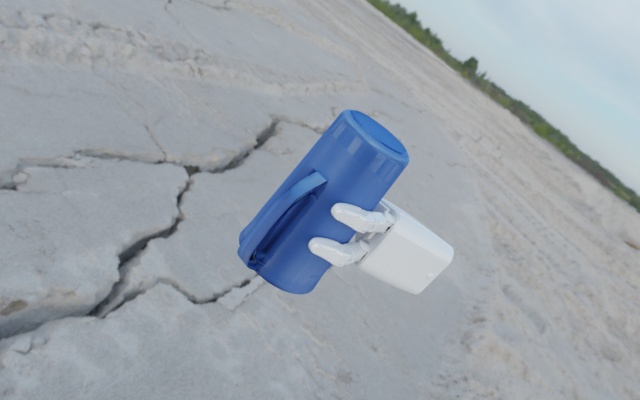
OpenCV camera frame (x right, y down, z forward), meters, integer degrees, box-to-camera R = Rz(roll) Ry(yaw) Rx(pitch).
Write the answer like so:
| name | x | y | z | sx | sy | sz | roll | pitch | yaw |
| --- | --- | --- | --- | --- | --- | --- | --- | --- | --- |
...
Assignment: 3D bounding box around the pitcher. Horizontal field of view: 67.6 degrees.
| name | x | y | z | sx | sy | sz | roll | pitch | yaw |
| --- | --- | --- | --- | --- | --- | --- | --- | --- | --- |
| pitcher | 0.000 | 0.002 | 0.638 | 0.145 | 0.243 | 0.149 | 30 | 23 | -20 |
